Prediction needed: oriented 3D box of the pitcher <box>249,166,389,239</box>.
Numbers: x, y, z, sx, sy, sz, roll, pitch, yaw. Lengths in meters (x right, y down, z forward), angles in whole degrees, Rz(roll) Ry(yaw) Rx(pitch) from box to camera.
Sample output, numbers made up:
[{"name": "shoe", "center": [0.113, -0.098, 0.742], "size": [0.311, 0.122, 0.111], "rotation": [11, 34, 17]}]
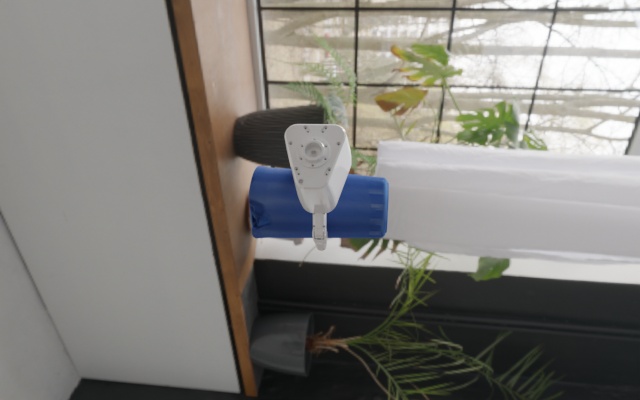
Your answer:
[{"name": "pitcher", "center": [0.000, 0.003, 0.869], "size": [0.243, 0.149, 0.145], "rotation": [3, -20, 7]}]
